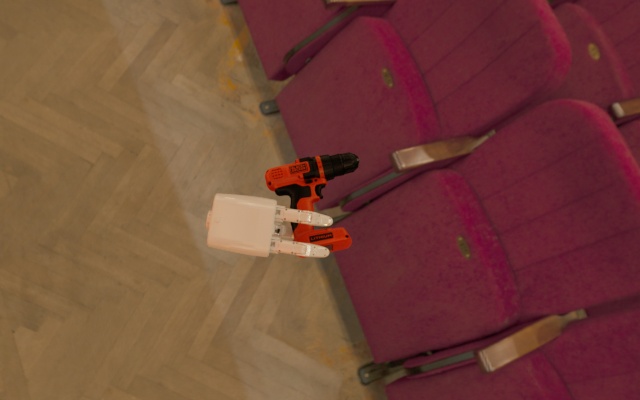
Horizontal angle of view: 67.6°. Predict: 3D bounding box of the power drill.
[{"bbox_3d":[0.000,0.003,0.891,0.184,0.187,0.057,-13,-26,-2],"label":"power drill"}]
